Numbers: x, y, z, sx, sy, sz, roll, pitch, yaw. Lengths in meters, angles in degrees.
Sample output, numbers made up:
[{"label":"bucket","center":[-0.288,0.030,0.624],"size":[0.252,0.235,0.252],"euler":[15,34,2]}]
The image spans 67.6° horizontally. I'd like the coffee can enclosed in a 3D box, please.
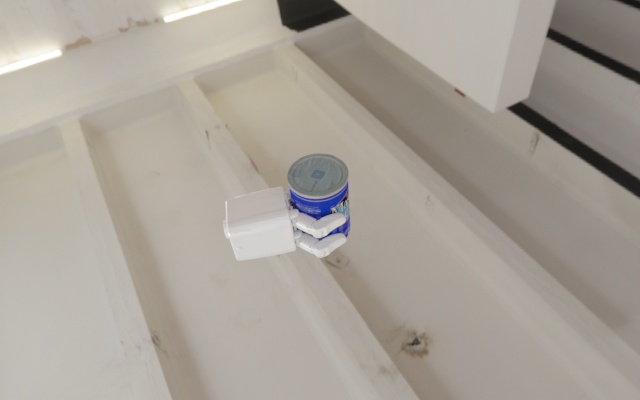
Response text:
[{"label":"coffee can","center":[0.000,0.003,0.841],"size":[0.103,0.102,0.140],"euler":[0,-43,6]}]
